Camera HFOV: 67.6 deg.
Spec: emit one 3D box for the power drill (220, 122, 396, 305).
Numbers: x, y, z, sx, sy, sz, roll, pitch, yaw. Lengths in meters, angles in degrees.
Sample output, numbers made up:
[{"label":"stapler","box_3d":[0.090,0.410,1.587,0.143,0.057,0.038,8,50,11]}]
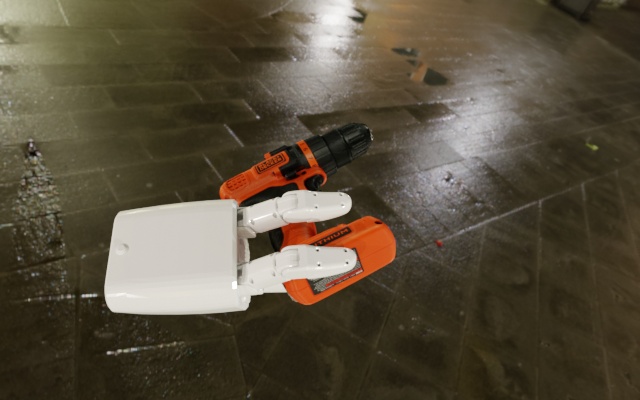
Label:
[{"label":"power drill","box_3d":[0.000,0.002,0.485,0.184,0.057,0.187,-28,40,-4]}]
